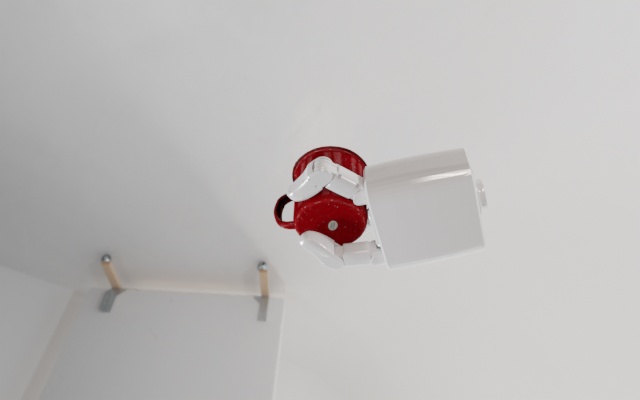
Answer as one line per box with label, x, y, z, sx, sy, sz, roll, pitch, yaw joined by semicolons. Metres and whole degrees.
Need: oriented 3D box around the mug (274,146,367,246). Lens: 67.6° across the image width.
mug;-0.001;0.002;0.547;0.117;0.081;0.093;-13;-47;14
